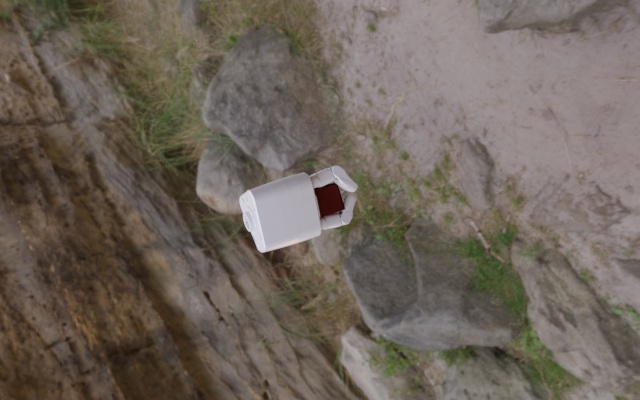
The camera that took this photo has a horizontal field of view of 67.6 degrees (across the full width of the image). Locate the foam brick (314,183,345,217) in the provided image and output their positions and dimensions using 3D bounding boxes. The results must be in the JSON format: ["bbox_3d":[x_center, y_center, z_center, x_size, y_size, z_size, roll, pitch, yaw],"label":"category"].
[{"bbox_3d":[0.000,0.003,0.860,0.051,0.053,0.078,-16,-2,-23],"label":"foam brick"}]
